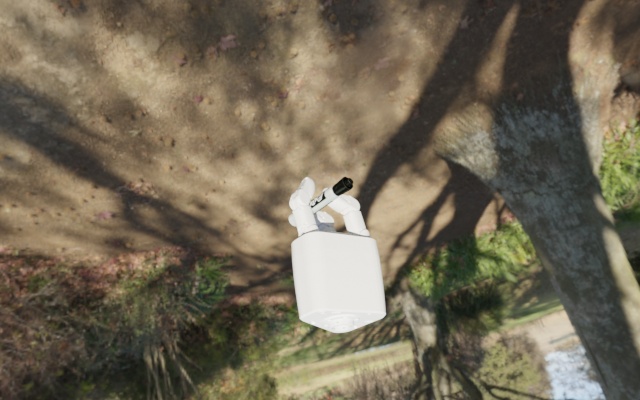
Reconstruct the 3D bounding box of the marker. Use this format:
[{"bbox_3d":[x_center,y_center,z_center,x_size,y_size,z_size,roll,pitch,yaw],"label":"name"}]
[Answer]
[{"bbox_3d":[0.000,0.002,0.648,0.020,0.020,0.121,0,-27,-46],"label":"marker"}]
